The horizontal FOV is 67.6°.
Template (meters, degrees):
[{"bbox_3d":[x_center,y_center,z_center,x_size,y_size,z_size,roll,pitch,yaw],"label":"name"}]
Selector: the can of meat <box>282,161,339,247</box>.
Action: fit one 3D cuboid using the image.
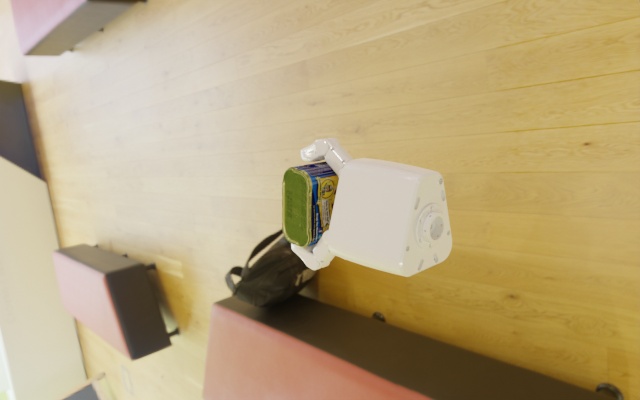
[{"bbox_3d":[0.000,0.002,0.597,0.084,0.102,0.057,-14,22,-40],"label":"can of meat"}]
